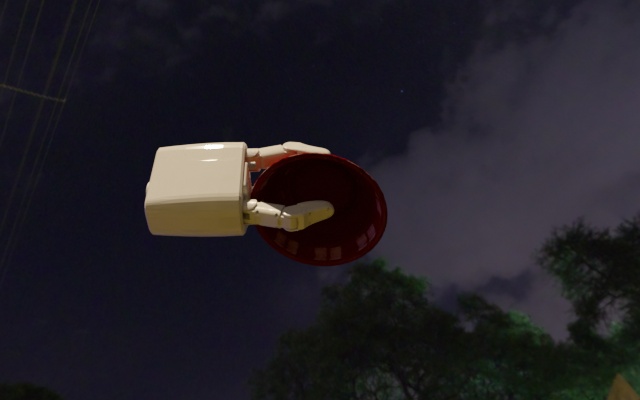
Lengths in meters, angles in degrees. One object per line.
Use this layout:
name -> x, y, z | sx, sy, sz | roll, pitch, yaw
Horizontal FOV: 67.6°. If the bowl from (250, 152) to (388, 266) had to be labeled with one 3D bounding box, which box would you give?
bowl -> 0.001, 0.002, 0.576 | 0.162, 0.162, 0.055 | 0, 34, 9
